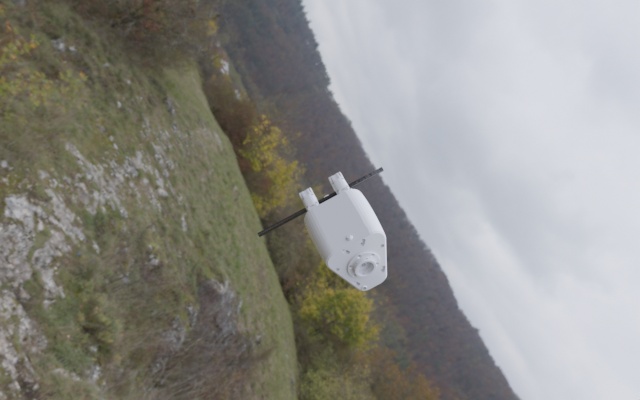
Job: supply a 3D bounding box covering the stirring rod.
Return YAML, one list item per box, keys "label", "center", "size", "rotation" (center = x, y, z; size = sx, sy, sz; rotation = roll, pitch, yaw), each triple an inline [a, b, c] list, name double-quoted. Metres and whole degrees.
- label: "stirring rod"
  center: [0.000, 0.003, 0.817]
  size: [0.239, 0.011, 0.011]
  rotation: [-28, 0, 1]
